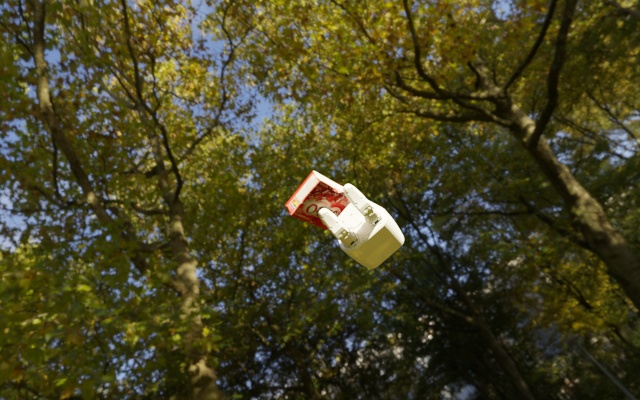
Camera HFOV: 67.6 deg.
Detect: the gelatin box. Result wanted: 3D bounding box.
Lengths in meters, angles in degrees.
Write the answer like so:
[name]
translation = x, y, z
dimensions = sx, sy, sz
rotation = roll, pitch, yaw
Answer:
[gelatin box]
translation = 0.000, 0.002, 0.759
dimensions = 0.089, 0.073, 0.030
rotation = 26, 20, -44
